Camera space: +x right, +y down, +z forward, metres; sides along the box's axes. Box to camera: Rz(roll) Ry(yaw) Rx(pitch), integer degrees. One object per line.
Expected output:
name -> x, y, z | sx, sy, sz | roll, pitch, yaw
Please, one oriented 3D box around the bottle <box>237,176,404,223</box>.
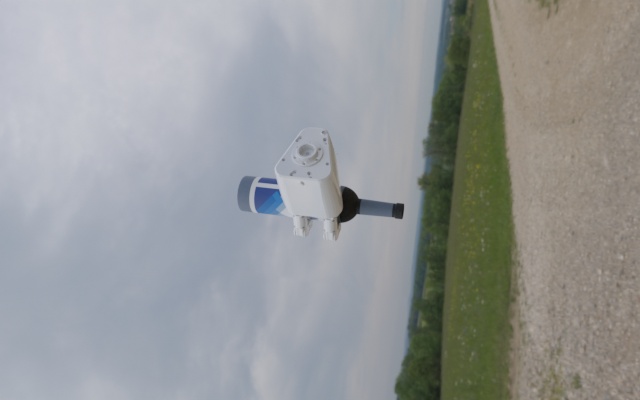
bottle -> 0.000, 0.003, 0.853 | 0.295, 0.069, 0.069 | 6, 2, 14
